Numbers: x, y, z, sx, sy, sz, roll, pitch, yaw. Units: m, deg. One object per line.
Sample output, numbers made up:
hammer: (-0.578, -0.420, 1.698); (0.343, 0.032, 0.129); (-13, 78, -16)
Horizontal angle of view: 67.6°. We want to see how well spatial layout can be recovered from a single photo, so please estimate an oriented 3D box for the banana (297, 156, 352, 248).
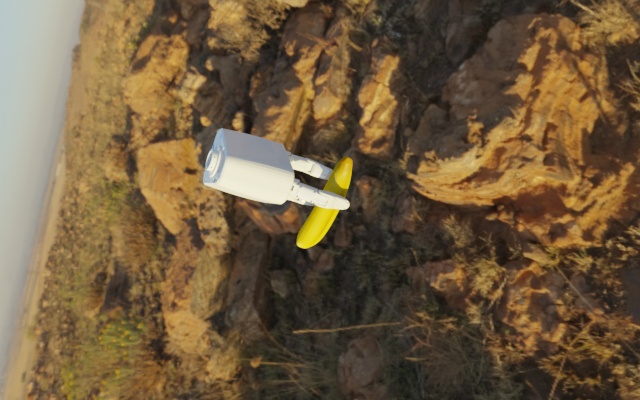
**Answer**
banana: (0.001, 0.017, 0.786); (0.037, 0.198, 0.069); (16, 37, -23)
